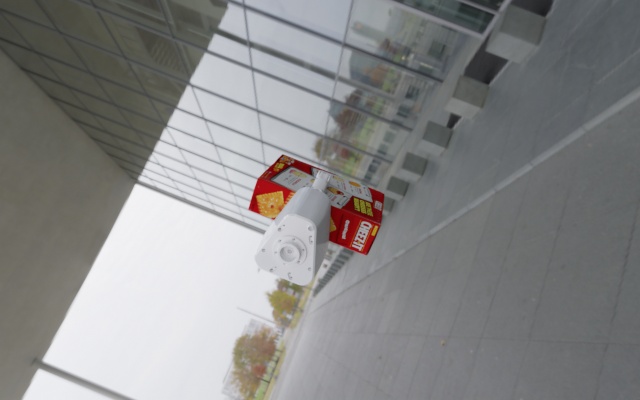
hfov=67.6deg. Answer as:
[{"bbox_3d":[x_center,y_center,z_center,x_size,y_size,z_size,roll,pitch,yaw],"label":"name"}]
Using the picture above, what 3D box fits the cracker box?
[{"bbox_3d":[0.000,0.003,0.848,0.213,0.072,0.164,22,21,2],"label":"cracker box"}]
